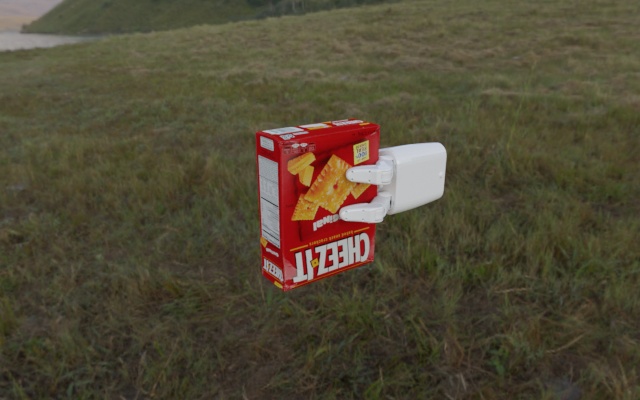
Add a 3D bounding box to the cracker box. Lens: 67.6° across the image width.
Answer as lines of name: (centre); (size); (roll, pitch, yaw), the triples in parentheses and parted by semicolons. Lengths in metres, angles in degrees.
cracker box: (0.000, 0.002, 0.673); (0.164, 0.214, 0.072); (-13, 24, -32)
